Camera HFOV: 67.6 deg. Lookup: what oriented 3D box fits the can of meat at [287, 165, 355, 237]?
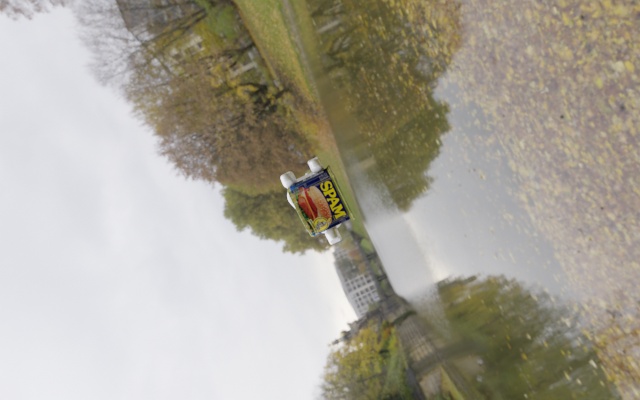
[{"bbox_3d":[0.000,0.003,0.834,0.084,0.102,0.057,-25,14,3],"label":"can of meat"}]
